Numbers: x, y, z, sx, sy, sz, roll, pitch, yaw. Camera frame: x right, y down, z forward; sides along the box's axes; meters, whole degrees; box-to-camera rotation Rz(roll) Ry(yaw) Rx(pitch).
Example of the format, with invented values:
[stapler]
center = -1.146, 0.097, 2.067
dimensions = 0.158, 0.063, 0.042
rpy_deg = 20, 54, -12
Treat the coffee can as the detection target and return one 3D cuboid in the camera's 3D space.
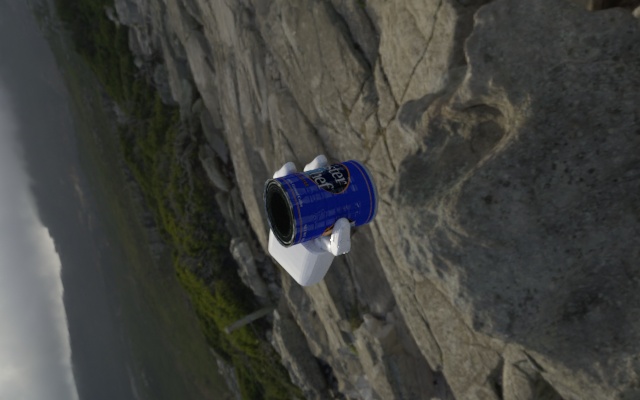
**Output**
[coffee can]
center = 0.000, 0.002, 0.708
dimensions = 0.140, 0.103, 0.103
rpy_deg = -15, 7, -26
